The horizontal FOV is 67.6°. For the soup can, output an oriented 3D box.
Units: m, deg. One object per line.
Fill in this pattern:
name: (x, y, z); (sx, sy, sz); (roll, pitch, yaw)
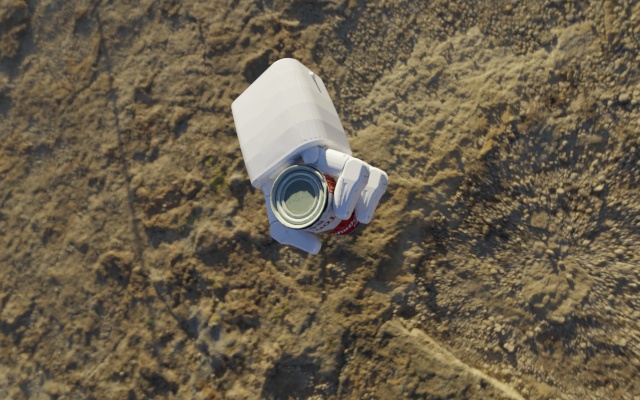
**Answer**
soup can: (0.000, 0.002, 0.518); (0.068, 0.068, 0.102); (0, -6, 27)
